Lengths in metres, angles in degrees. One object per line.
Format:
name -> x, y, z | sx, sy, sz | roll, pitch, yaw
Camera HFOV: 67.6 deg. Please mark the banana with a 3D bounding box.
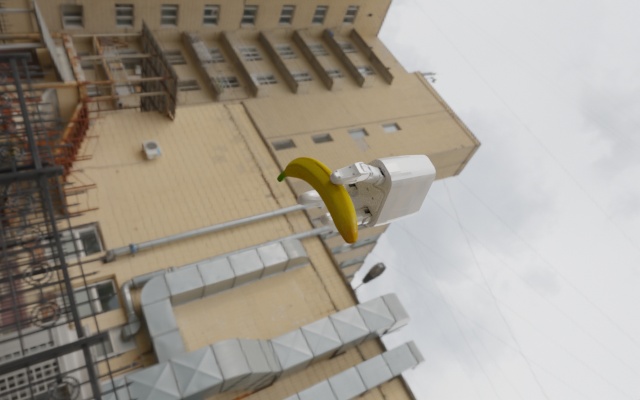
banana -> 0.002, -0.015, 0.716 | 0.037, 0.070, 0.197 | -8, 35, -36
